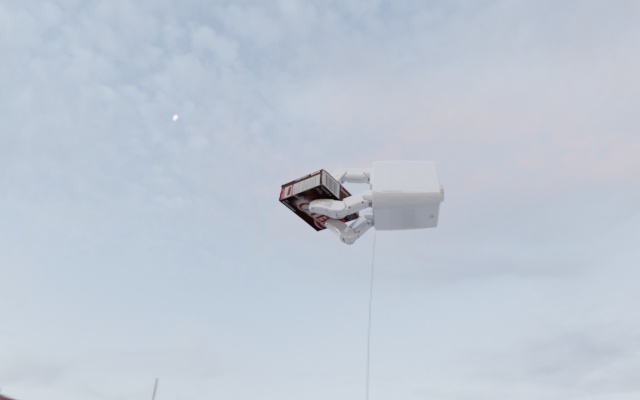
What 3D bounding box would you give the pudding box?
[{"bbox_3d":[0.000,0.002,0.801,0.090,0.039,0.113,-21,-45,30],"label":"pudding box"}]
